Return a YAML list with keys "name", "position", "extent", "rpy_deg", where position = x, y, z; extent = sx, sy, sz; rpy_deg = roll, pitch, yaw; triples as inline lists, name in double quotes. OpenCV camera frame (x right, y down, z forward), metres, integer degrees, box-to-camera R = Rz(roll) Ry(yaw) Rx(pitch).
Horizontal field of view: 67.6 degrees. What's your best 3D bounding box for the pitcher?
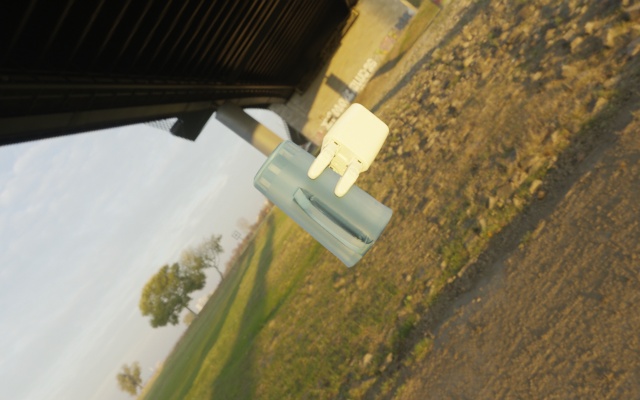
- name: "pitcher"
  position: [0.000, 0.003, 0.865]
  extent: [0.243, 0.145, 0.149]
  rpy_deg: [37, -30, -3]
